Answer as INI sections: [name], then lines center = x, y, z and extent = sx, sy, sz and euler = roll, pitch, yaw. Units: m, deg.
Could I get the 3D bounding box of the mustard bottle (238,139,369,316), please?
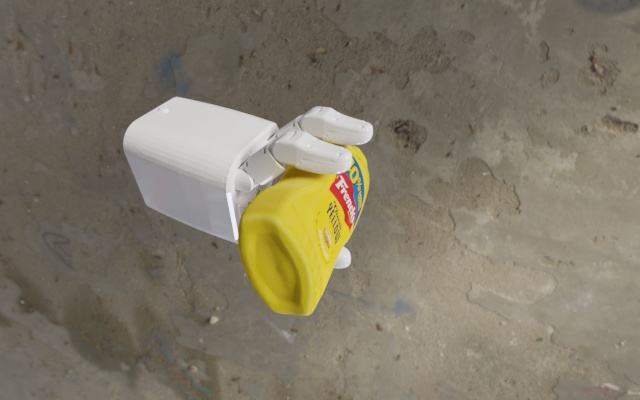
[mustard bottle]
center = 0.000, 0.002, 0.414
extent = 0.058, 0.096, 0.191
euler = -2, 30, 25
